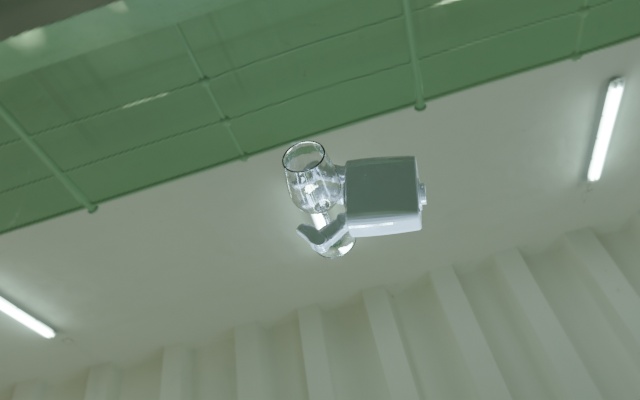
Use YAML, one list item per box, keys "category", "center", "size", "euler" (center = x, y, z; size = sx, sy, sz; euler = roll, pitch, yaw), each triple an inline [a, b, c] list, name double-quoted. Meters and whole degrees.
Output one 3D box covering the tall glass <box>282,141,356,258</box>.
- category: "tall glass"
  center: [0.000, 0.003, 0.728]
  size: [0.079, 0.079, 0.201]
  euler: [0, -39, 18]
